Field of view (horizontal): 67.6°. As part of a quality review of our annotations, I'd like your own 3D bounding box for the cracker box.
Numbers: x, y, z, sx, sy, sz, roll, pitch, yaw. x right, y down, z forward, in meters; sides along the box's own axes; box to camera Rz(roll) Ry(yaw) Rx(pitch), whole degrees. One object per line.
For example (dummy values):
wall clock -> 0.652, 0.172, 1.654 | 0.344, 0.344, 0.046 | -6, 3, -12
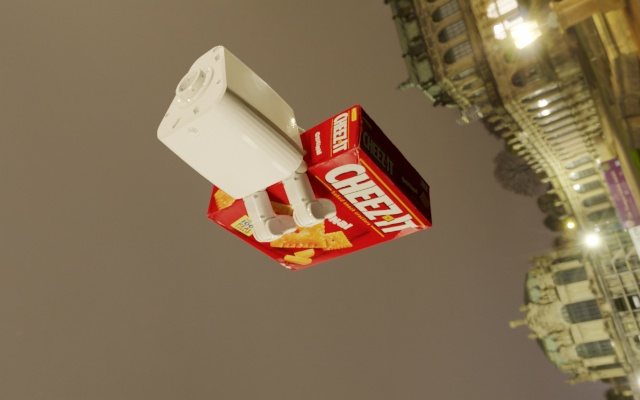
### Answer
cracker box -> 0.000, 0.002, 0.570 | 0.214, 0.072, 0.164 | -22, -43, 30
